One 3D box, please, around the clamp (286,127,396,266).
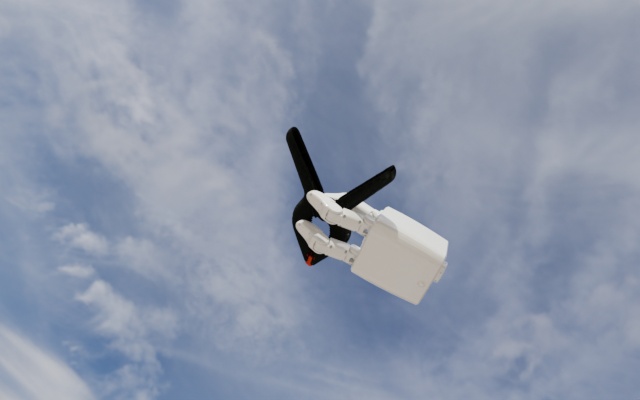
[{"bbox_3d":[0.000,0.003,0.701,0.164,0.210,0.036,30,33,13],"label":"clamp"}]
